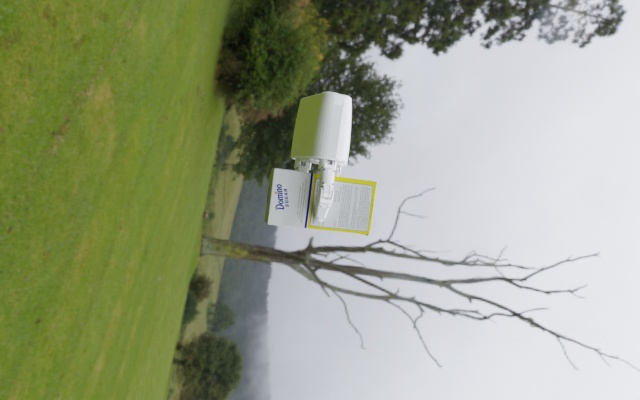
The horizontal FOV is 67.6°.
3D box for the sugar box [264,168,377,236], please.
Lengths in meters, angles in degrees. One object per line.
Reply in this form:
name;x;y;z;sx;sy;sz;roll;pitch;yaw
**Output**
sugar box;0.000;0.002;0.795;0.176;0.093;0.048;8;0;-12
